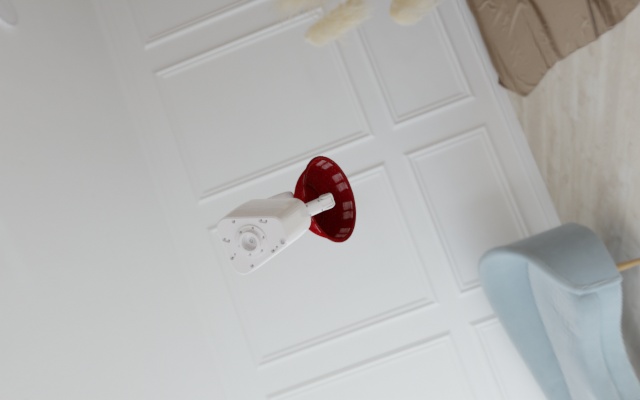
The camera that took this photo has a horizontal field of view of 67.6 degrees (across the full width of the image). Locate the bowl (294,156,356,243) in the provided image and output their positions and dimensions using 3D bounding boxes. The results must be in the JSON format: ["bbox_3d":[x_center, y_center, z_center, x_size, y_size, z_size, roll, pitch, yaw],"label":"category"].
[{"bbox_3d":[0.001,0.003,0.874,0.055,0.162,0.162,-17,-10,34],"label":"bowl"}]
